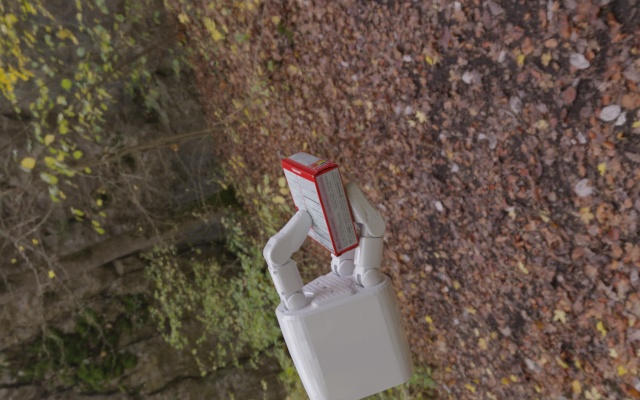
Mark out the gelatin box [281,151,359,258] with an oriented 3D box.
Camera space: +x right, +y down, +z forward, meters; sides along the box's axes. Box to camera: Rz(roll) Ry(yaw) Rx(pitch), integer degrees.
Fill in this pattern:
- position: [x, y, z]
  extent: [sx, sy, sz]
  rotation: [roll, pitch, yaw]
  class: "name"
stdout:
- position: [0.000, 0.001, 0.466]
  extent: [0.030, 0.089, 0.073]
  rotation: [-26, 25, -19]
  class: "gelatin box"
